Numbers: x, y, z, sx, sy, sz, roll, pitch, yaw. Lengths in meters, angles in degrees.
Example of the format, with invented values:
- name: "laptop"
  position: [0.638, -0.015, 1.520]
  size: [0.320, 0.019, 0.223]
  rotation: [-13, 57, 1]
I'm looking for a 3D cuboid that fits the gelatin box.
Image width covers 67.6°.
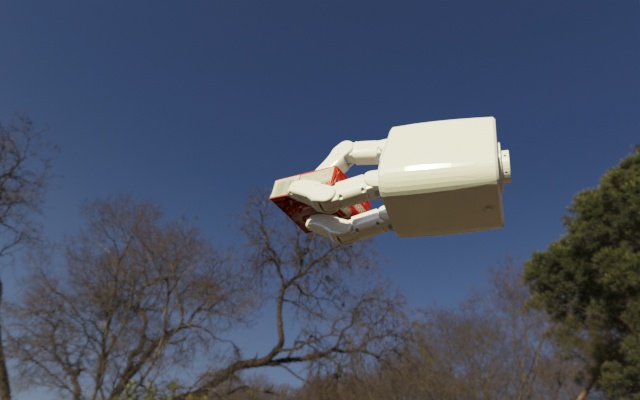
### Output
- name: "gelatin box"
  position: [0.000, 0.001, 0.534]
  size: [0.089, 0.030, 0.073]
  rotation: [-11, -42, 34]
